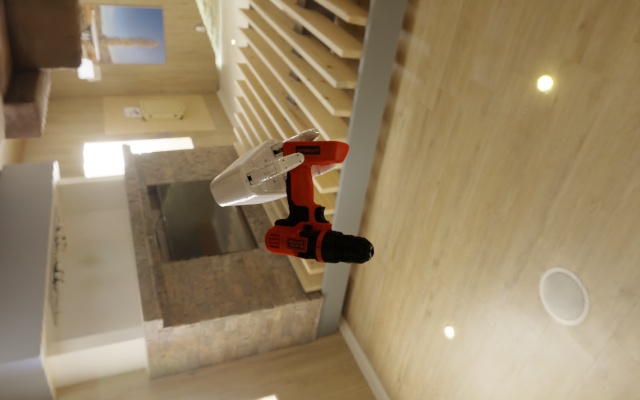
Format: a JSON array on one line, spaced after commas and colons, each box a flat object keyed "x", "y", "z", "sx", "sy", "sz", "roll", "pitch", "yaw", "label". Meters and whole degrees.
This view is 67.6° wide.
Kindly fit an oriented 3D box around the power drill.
[{"x": 0.000, "y": 0.002, "z": 0.743, "sx": 0.184, "sy": 0.187, "sz": 0.057, "roll": 4, "pitch": 0, "yaw": 25, "label": "power drill"}]
